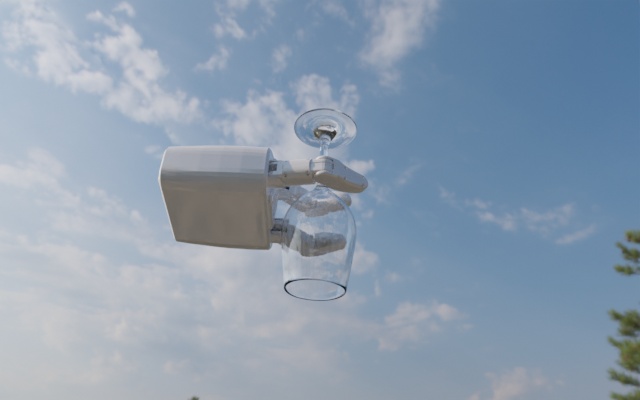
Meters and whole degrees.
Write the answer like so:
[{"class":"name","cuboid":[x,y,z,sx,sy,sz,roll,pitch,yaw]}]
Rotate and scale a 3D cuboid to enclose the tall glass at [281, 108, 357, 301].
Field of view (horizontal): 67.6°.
[{"class":"tall glass","cuboid":[0.000,0.001,0.513,0.079,0.201,0.079,2,-30,1]}]
